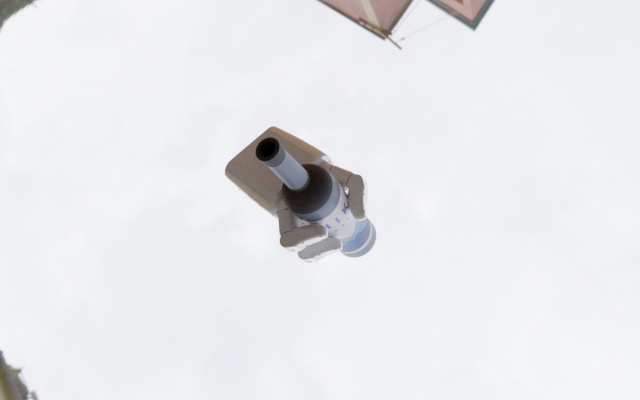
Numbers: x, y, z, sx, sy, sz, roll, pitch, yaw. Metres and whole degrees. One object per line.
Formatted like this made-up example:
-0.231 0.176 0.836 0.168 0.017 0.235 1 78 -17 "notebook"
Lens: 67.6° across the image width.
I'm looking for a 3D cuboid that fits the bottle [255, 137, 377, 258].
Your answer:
0.000 0.002 0.607 0.069 0.069 0.296 0 -22 23 "bottle"
